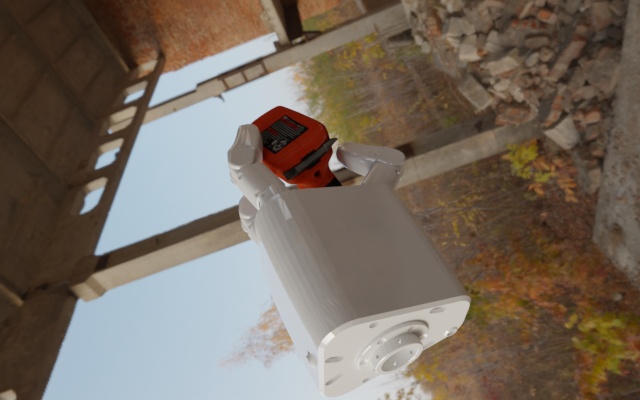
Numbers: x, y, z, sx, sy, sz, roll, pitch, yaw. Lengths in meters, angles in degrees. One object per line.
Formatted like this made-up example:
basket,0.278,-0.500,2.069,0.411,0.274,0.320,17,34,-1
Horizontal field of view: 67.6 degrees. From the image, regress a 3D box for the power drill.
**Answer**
power drill,0.000,0.001,0.460,0.057,0.188,0.184,-41,33,-10
